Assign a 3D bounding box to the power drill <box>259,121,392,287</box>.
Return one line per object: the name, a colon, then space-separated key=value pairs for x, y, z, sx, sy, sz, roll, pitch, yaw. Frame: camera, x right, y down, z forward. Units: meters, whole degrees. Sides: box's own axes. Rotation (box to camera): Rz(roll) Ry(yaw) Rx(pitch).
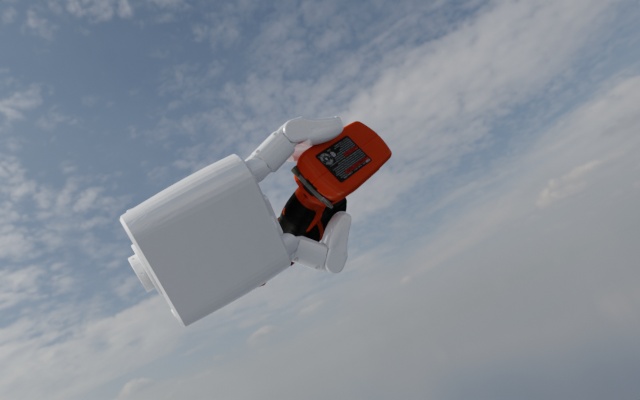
power drill: x=0.000 y=0.002 z=0.519 sx=0.184 sy=0.057 sz=0.188 roll=-40 pitch=-11 yaw=-42
